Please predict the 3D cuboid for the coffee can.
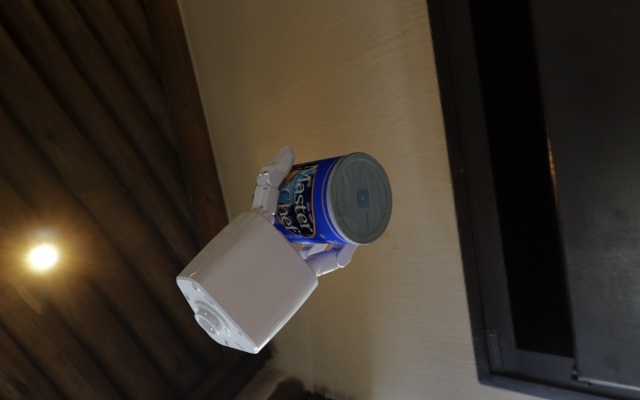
[{"bbox_3d":[0.000,0.002,0.575,0.103,0.103,0.140,0,-4,-43],"label":"coffee can"}]
